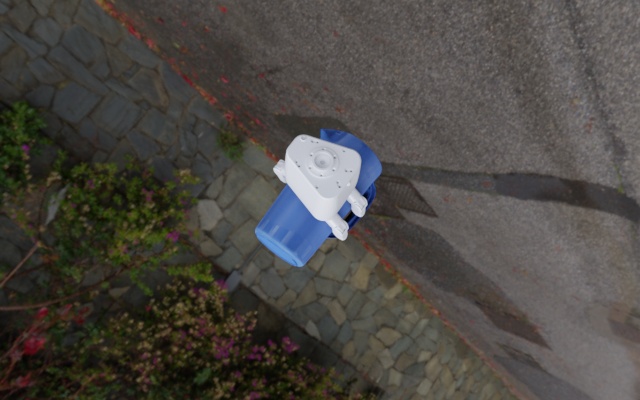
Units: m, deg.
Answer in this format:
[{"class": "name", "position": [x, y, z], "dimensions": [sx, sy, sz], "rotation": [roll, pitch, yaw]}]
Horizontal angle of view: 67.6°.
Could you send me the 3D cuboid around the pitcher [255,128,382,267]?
[{"class": "pitcher", "position": [0.000, 0.003, 0.877], "dimensions": [0.149, 0.242, 0.145], "rotation": [35, -16, 8]}]
